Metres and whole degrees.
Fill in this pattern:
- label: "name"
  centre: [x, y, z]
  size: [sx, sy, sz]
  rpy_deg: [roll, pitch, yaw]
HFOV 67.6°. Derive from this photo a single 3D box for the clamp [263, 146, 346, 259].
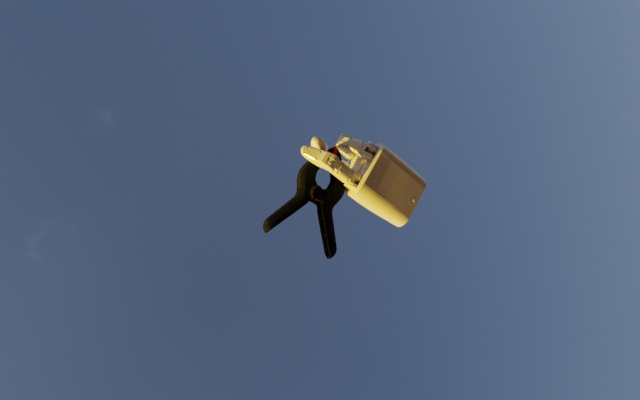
- label: "clamp"
  centre: [0.000, 0.002, 0.740]
  size: [0.120, 0.171, 0.039]
  rpy_deg: [34, -13, -19]
